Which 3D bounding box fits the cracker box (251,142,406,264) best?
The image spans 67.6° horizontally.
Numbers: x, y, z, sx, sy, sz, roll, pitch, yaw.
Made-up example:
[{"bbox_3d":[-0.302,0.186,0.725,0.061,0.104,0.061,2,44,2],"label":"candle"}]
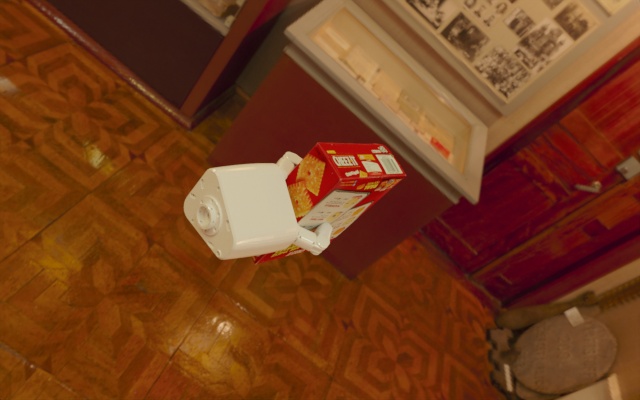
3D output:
[{"bbox_3d":[0.000,0.002,0.725,0.164,0.072,0.214,-7,-29,-49],"label":"cracker box"}]
